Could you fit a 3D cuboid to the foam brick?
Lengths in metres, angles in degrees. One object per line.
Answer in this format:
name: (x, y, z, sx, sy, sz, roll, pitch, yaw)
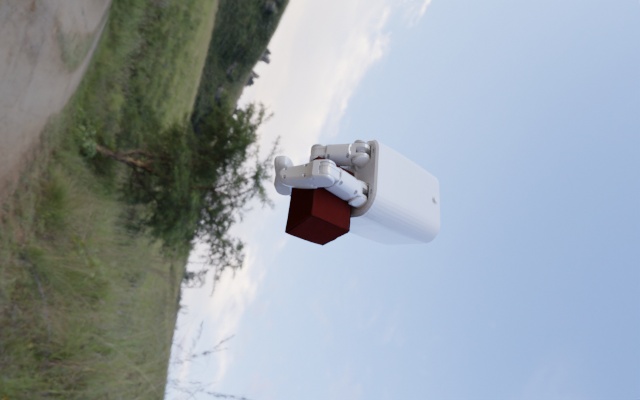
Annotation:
foam brick: (0.000, 0.002, 0.524, 0.051, 0.078, 0.053, 25, -35, -27)
